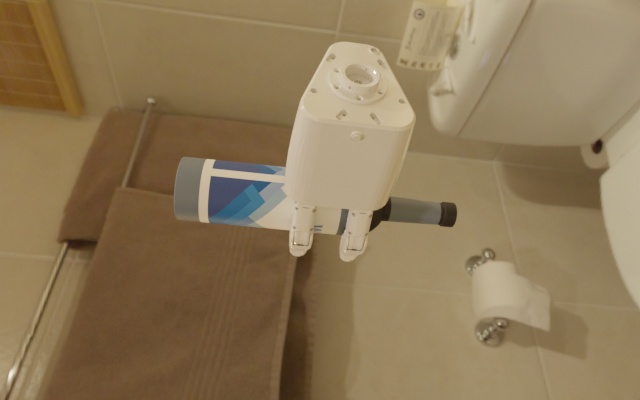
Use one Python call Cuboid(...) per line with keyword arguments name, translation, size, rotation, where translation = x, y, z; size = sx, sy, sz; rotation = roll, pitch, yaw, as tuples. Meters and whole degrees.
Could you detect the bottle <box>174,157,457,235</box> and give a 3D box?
Cuboid(name="bottle", translation=(0.000, 0.002, 0.512), size=(0.296, 0.069, 0.069), rotation=(6, -1, -6))
